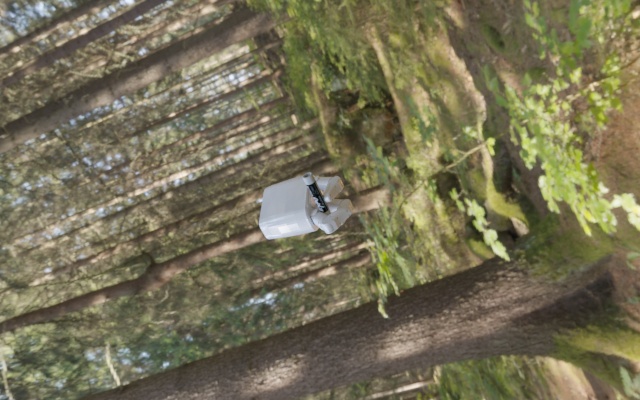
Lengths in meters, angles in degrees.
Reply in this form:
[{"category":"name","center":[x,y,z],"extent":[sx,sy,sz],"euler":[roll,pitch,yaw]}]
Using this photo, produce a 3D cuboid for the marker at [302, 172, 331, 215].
[{"category":"marker","center":[0.000,0.003,0.865],"extent":[0.020,0.121,0.020],"euler":[-20,30,12]}]
